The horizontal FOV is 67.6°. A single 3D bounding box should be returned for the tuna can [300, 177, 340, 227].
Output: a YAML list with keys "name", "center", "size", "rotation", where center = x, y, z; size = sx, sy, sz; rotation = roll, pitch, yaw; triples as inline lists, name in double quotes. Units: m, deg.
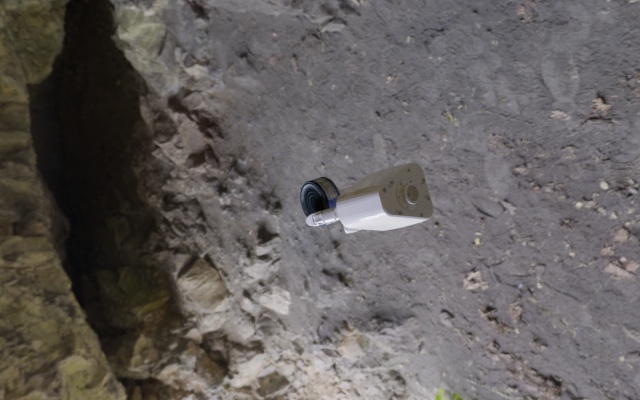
- name: "tuna can"
  center: [0.000, 0.003, 0.852]
  size: [0.033, 0.086, 0.086]
  rotation: [-18, 10, -33]
